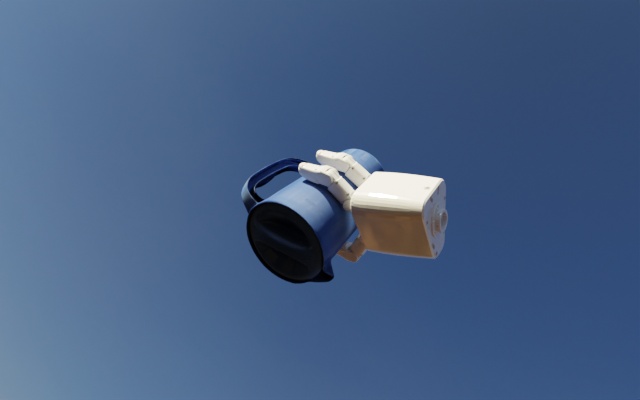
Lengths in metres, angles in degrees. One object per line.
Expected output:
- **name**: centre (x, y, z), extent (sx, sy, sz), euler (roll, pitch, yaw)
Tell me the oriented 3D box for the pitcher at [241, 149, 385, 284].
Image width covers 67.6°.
- **pitcher**: centre (0.000, 0.003, 0.748), extent (0.145, 0.149, 0.242), euler (6, 30, 32)
